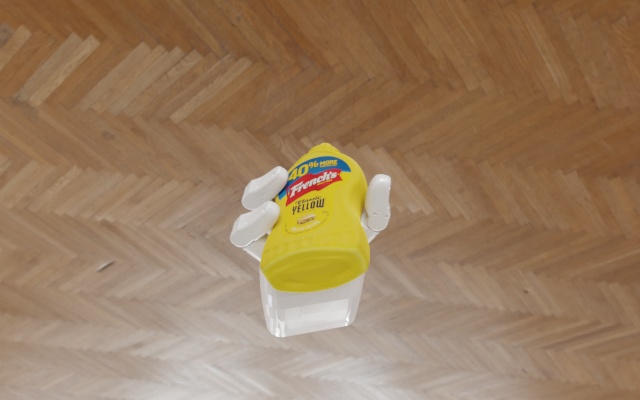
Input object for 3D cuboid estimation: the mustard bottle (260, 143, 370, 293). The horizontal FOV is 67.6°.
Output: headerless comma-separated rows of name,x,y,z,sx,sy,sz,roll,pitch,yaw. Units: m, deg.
mustard bottle,0.000,0.001,0.486,0.096,0.058,0.191,-16,37,17
